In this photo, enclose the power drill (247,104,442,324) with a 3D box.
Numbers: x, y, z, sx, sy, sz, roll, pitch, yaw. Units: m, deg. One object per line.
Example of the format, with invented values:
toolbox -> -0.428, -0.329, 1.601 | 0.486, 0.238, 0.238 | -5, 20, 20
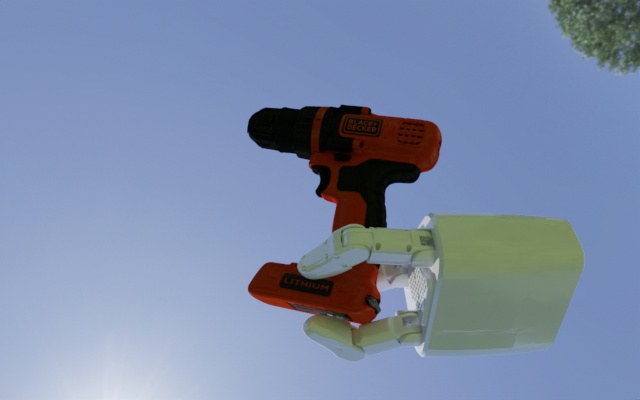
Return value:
power drill -> 0.000, 0.002, 0.417 | 0.184, 0.187, 0.057 | 8, -20, 19
